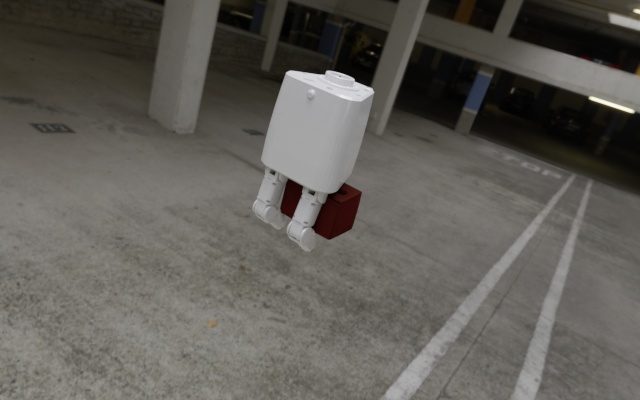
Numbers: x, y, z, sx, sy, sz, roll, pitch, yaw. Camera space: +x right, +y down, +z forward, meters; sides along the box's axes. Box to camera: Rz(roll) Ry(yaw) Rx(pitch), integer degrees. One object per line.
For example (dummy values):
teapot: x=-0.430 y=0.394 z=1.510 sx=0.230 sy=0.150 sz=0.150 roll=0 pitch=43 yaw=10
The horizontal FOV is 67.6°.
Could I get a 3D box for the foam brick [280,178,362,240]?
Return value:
foam brick: x=0.000 y=0.002 z=0.565 sx=0.078 sy=0.051 sz=0.053 roll=28 pitch=27 yaw=24
